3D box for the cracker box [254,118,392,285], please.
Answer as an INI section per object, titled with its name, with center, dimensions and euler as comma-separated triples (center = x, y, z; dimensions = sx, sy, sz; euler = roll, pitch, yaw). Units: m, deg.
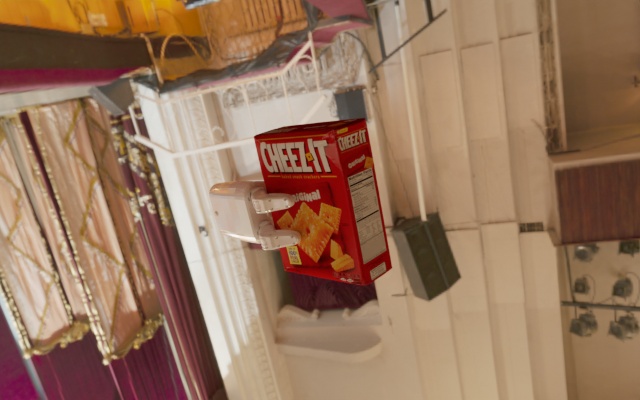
[cracker box]
center = 0.000, 0.002, 0.669
dimensions = 0.164, 0.214, 0.072
euler = 3, 21, 45
